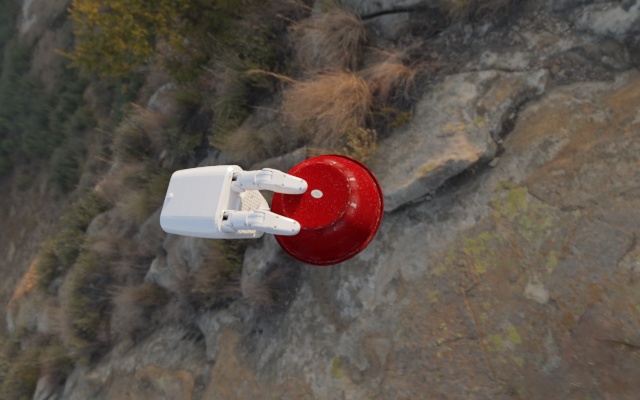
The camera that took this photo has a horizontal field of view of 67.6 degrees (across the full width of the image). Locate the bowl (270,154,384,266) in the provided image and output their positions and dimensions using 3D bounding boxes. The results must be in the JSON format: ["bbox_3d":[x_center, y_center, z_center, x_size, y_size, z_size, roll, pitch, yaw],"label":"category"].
[{"bbox_3d":[0.001,0.002,0.630,0.162,0.162,0.055,0,-20,15],"label":"bowl"}]
